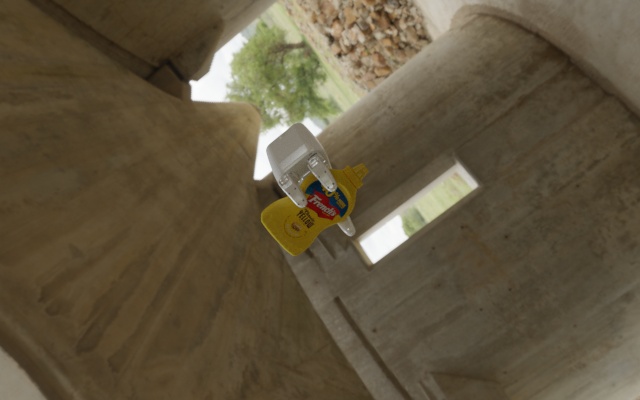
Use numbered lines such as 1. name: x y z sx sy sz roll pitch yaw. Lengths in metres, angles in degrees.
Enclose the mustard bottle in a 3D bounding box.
1. mustard bottle: 0.000 0.003 0.804 0.191 0.096 0.058 -38 16 7
